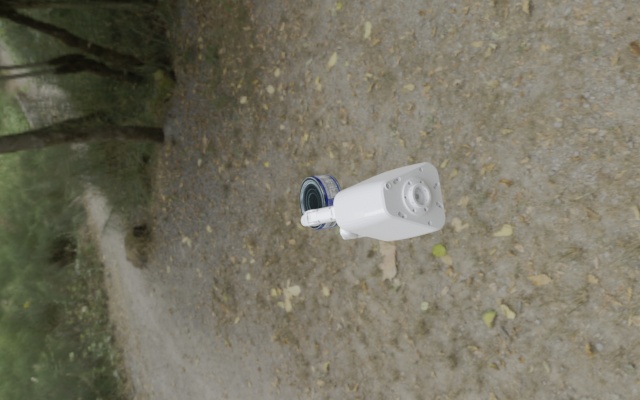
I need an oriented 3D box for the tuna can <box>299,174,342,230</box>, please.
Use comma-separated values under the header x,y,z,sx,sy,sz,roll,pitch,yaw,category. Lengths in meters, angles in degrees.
x,y,z,sx,sy,sz,roll,pitch,yaw,category
0.000,0.003,0.754,0.034,0.086,0.086,-7,4,-30,tuna can
